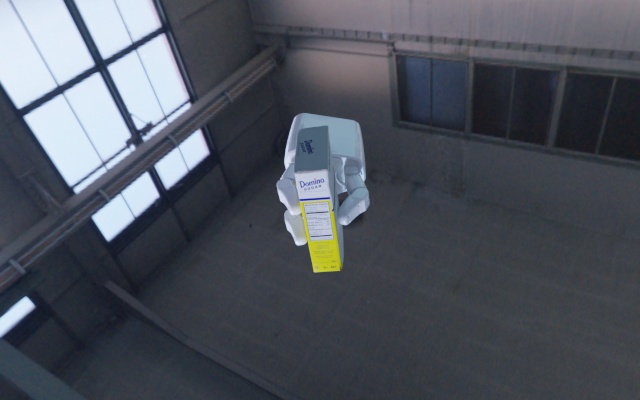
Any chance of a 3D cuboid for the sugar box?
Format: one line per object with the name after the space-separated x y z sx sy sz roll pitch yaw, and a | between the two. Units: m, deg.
0.000 0.002 0.620 0.048 0.176 0.093 -6 41 7 | sugar box
